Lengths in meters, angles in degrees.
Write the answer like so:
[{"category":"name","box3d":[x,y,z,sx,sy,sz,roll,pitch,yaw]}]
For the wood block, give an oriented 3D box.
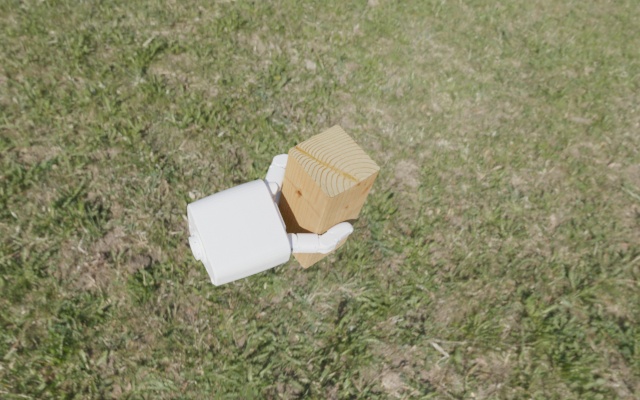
[{"category":"wood block","box3d":[0.000,0.003,0.700,0.090,0.090,0.206,-30,-22,-27]}]
